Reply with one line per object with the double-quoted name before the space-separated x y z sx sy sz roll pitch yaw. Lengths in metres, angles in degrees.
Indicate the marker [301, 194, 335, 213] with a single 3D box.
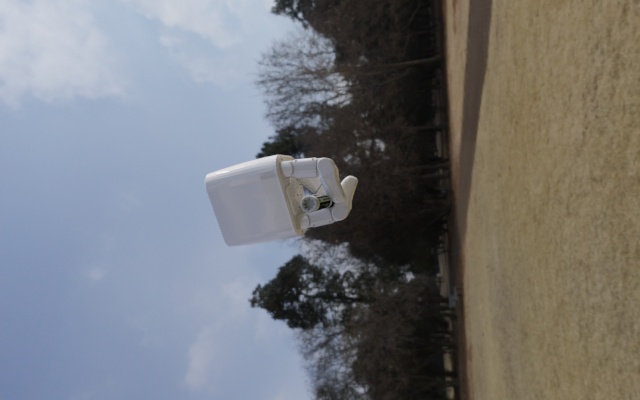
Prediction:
"marker" 0.000 0.002 0.578 0.020 0.020 0.121 0 2 12
